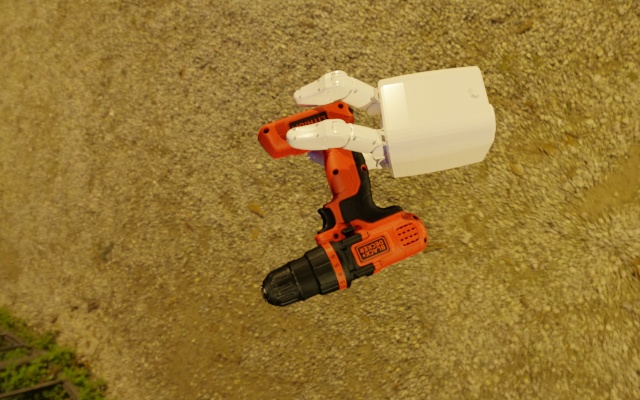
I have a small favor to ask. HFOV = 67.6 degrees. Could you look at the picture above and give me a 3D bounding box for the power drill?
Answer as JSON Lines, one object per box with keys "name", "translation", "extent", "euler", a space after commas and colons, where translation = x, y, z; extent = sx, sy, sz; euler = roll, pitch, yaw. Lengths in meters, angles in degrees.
{"name": "power drill", "translation": [0.000, 0.001, 0.509], "extent": [0.184, 0.187, 0.057], "euler": [-21, -6, -12]}
